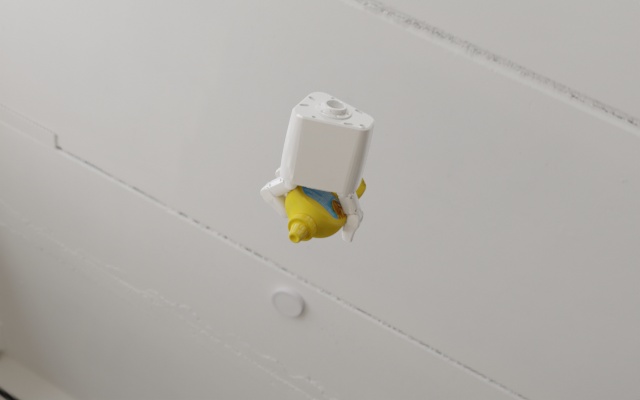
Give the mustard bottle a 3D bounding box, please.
[{"bbox_3d":[0.000,0.002,0.725,0.058,0.096,0.191,-46,5,39],"label":"mustard bottle"}]
